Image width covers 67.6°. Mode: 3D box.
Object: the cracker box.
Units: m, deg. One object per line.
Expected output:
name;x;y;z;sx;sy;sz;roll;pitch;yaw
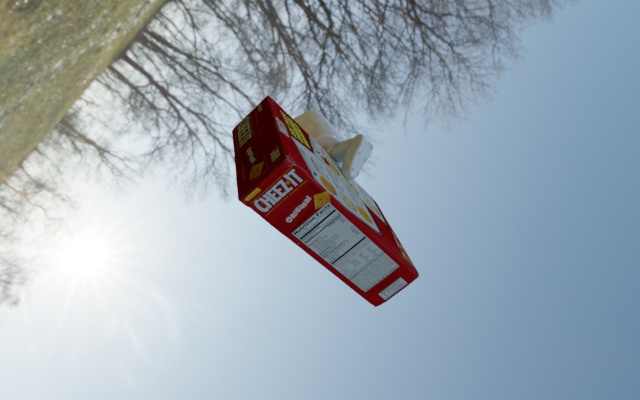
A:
cracker box;0.000;0.002;0.537;0.214;0.072;0.164;41;14;-30
